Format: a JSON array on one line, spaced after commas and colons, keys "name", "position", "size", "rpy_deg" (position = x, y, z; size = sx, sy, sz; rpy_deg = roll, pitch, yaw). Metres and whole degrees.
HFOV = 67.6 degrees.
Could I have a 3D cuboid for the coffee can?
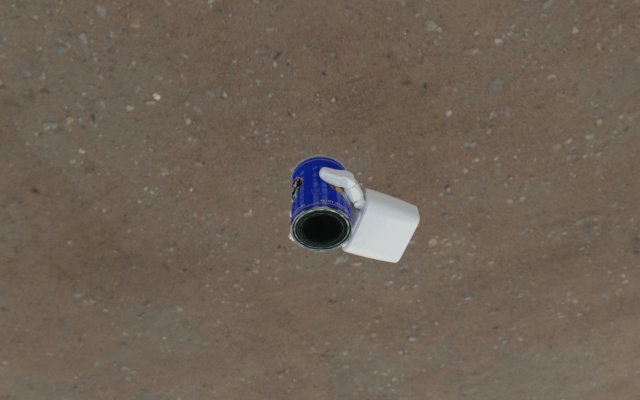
[{"name": "coffee can", "position": [0.000, 0.003, 0.827], "size": [0.103, 0.103, 0.140], "rpy_deg": [0, 42, -2]}]
